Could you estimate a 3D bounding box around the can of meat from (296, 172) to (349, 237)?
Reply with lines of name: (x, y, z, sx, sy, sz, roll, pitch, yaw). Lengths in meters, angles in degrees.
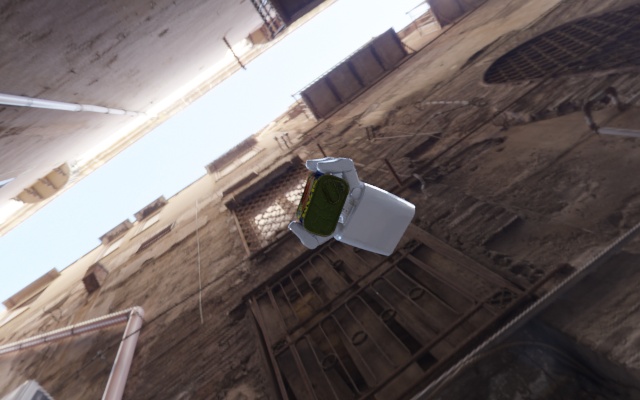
can of meat: (0.000, 0.003, 0.817, 0.057, 0.102, 0.084, 19, 4, -16)
